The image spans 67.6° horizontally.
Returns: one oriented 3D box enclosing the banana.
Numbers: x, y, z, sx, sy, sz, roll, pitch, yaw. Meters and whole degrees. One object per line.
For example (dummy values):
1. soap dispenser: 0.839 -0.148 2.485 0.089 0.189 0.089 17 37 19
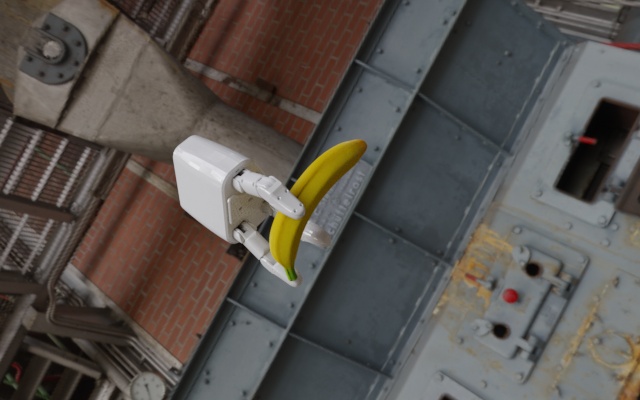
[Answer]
1. banana: -0.010 -0.002 0.576 0.037 0.198 0.070 27 -6 33
